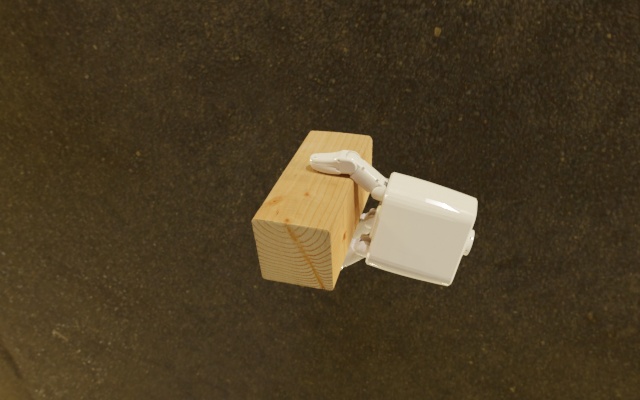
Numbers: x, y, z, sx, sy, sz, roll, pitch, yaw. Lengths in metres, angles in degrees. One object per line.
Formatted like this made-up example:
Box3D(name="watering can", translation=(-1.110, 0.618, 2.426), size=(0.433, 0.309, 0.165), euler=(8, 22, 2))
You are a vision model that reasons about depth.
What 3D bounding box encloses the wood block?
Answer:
Box3D(name="wood block", translation=(0.000, 0.002, 0.602), size=(0.090, 0.091, 0.206), euler=(8, 37, 15))
